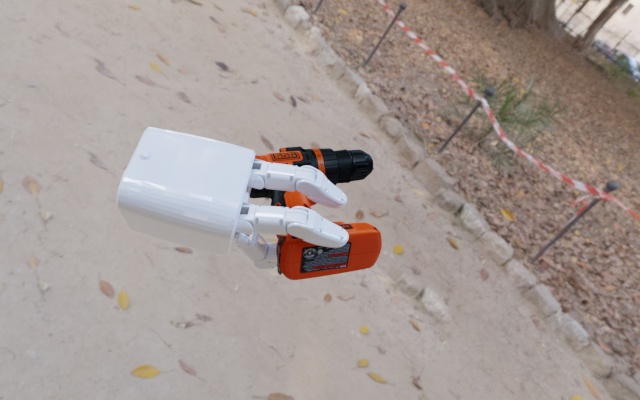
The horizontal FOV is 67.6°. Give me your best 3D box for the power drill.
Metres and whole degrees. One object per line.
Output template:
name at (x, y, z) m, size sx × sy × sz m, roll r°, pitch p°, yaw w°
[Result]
power drill at (0.000, 0.002, 0.546) m, size 0.184 × 0.057 × 0.187 m, roll -8°, pitch 36°, yaw -16°
